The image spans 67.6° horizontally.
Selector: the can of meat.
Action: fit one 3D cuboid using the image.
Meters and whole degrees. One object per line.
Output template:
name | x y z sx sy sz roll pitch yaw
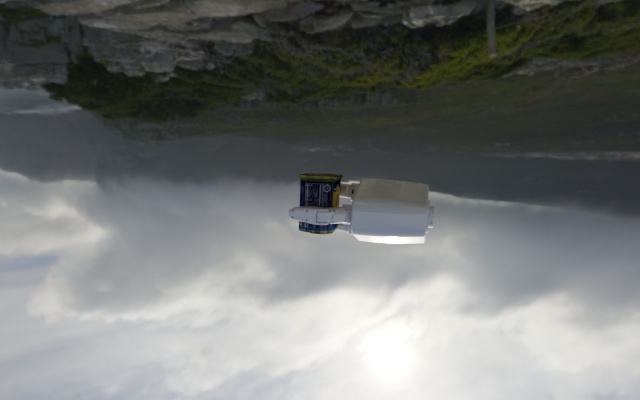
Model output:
can of meat | 0.000 0.003 0.726 0.057 0.084 0.102 3 6 9
